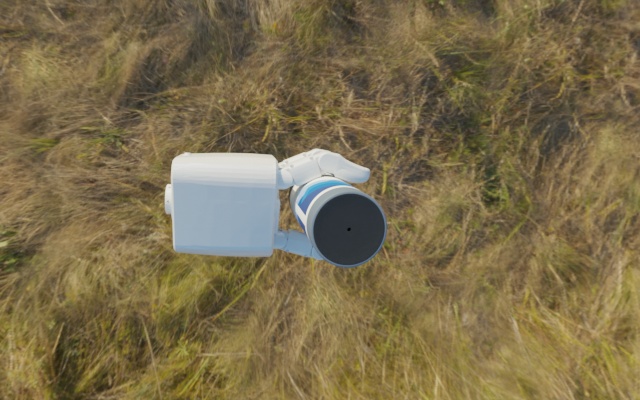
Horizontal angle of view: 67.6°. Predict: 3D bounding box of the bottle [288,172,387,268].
[{"bbox_3d":[0.000,0.002,0.544,0.069,0.069,0.295,0,9,-10],"label":"bottle"}]
